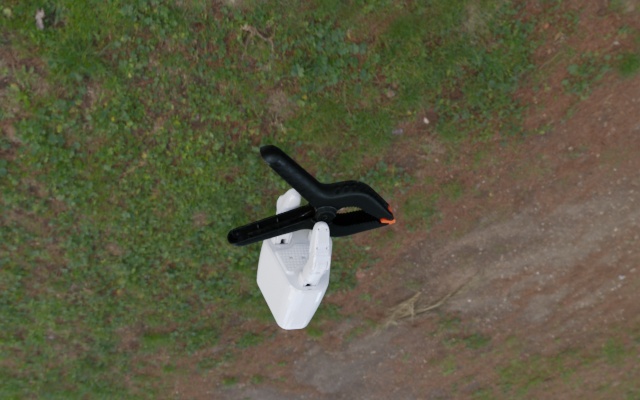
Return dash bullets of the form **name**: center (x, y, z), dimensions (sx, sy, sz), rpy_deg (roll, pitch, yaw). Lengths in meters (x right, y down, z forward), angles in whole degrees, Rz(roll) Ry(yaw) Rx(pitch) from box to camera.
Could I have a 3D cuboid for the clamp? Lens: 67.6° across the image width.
- **clamp**: center (0.001, 0.003, 0.584), dimensions (0.210, 0.036, 0.165), rpy_deg (2, -41, -18)
